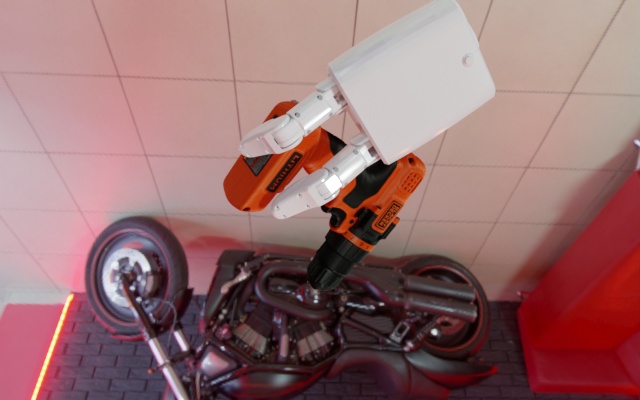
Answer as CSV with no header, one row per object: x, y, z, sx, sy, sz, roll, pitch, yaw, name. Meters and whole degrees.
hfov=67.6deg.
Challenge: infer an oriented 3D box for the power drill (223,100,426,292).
0.000,0.001,0.475,0.188,0.184,0.057,26,13,-43,power drill
